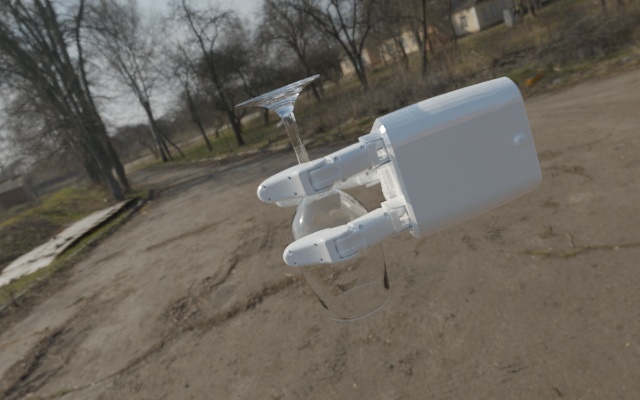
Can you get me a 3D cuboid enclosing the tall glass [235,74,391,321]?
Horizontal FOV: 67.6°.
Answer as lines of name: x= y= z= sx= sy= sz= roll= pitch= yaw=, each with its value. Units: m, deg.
tall glass: x=0.000 y=0.001 z=0.409 sx=0.079 sy=0.201 sz=0.079 roll=-19 pitch=14 yaw=5
